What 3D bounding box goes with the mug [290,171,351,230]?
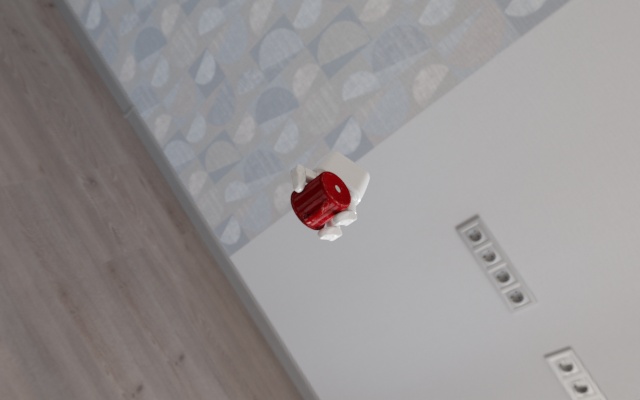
[{"bbox_3d":[0.000,0.003,0.898,0.081,0.093,0.117,-37,11,31],"label":"mug"}]
